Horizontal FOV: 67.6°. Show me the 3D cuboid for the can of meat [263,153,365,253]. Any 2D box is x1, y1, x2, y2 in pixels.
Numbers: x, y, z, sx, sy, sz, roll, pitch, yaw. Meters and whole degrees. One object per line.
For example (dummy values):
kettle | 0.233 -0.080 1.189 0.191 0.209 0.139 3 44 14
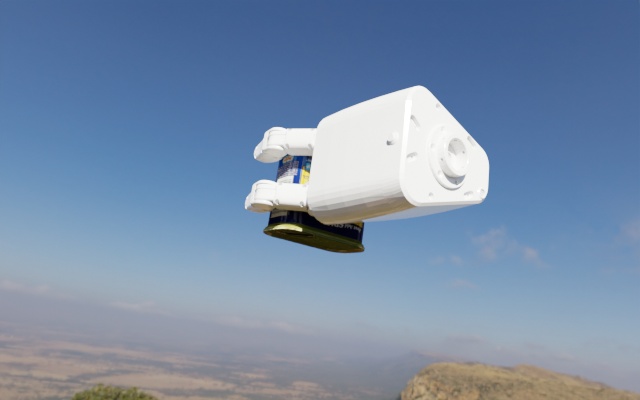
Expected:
can of meat | 0.000 0.001 0.482 0.102 0.084 0.057 18 -18 -31
